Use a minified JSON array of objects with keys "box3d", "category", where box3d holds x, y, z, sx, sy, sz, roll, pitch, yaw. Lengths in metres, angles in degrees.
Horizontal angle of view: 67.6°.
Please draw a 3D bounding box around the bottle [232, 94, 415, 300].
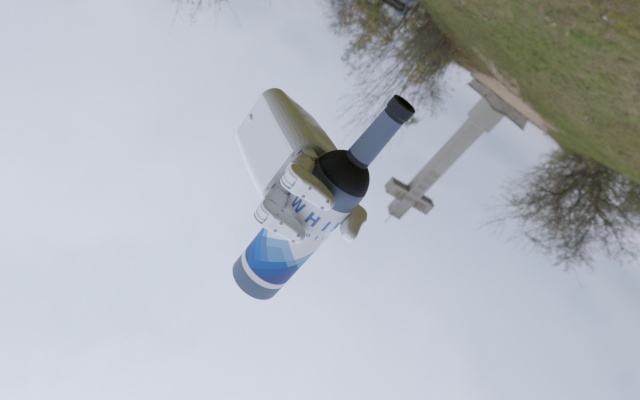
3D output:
[{"box3d":[0.000,0.002,0.544,0.069,0.069,0.296,0,-42,-50],"category":"bottle"}]
